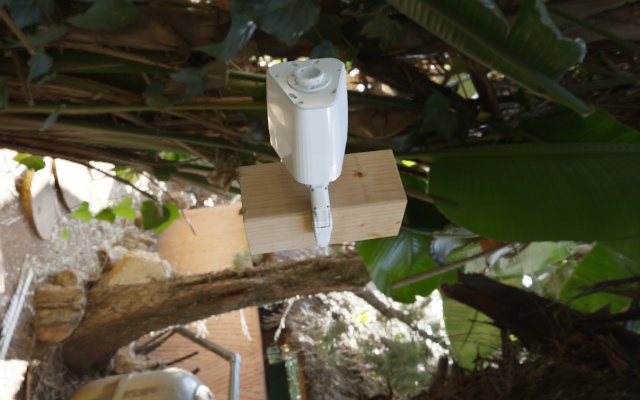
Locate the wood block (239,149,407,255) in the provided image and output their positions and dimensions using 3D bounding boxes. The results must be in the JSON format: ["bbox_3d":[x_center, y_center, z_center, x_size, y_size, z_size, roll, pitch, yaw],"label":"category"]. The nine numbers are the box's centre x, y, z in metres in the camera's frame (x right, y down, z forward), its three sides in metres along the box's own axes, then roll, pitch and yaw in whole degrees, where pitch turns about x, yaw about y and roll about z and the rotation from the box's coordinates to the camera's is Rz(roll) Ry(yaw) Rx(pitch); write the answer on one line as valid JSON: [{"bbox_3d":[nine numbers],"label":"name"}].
[{"bbox_3d":[0.000,0.002,0.646,0.206,0.090,0.090,-7,-33,-5],"label":"wood block"}]
